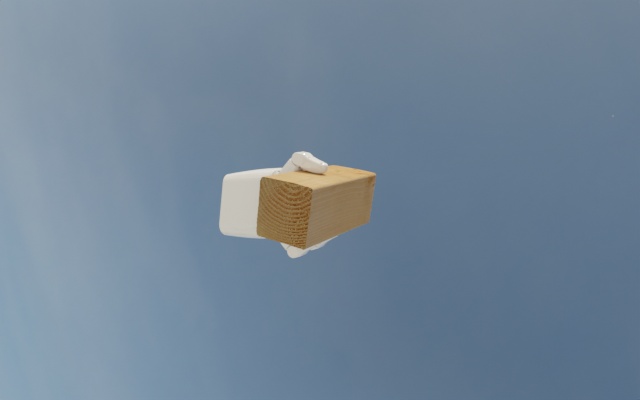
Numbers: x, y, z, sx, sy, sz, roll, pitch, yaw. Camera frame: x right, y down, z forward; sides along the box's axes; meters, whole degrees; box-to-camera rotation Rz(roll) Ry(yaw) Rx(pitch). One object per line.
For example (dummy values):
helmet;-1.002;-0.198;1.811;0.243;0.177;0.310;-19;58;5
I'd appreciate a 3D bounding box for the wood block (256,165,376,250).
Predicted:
wood block;0.000;0.002;0.752;0.090;0.091;0.206;14;15;29
